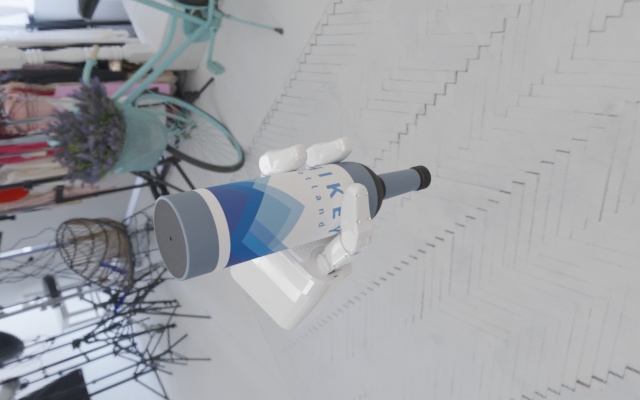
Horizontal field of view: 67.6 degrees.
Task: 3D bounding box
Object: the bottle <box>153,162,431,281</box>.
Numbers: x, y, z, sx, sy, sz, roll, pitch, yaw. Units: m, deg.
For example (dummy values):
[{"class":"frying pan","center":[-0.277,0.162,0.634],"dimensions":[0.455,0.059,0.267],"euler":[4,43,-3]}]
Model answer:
[{"class":"bottle","center":[0.000,0.001,0.450],"dimensions":[0.295,0.069,0.069],"euler":[-14,8,-37]}]
